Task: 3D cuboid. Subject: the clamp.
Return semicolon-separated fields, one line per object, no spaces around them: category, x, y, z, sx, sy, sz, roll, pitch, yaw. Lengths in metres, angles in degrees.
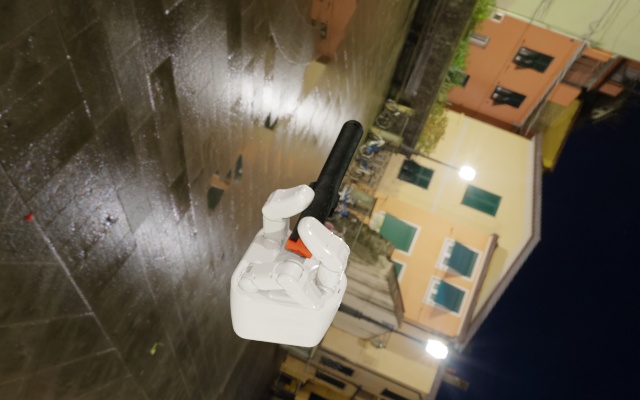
clamp;0.001;0.002;0.521;0.039;0.171;0.120;22;-40;6
